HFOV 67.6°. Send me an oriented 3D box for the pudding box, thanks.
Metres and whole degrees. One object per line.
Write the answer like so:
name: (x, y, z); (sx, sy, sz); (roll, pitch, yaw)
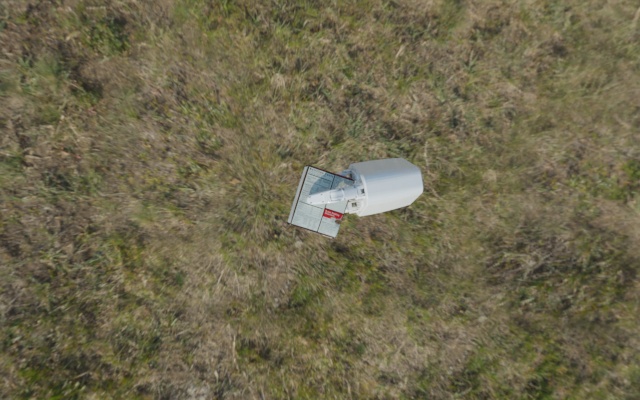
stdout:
pudding box: (0.000, 0.003, 0.847); (0.090, 0.113, 0.039); (18, -3, -10)
